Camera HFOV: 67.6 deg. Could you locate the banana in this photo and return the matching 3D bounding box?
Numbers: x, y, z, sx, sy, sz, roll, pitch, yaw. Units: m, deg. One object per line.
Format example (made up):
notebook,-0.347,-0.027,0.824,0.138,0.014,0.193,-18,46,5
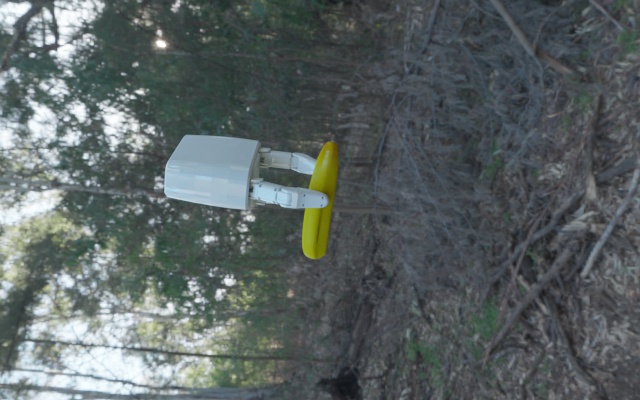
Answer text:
banana,-0.002,0.017,0.649,0.037,0.198,0.069,8,41,2
